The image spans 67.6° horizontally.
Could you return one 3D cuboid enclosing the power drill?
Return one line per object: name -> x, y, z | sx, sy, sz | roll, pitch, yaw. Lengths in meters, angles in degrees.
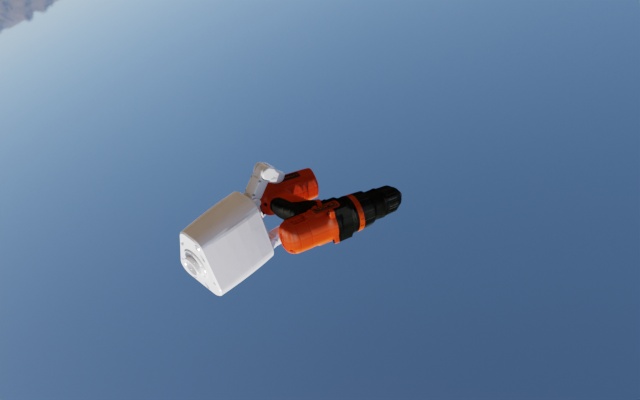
power drill -> 0.000, 0.002, 0.701 | 0.184, 0.057, 0.187 | -19, 22, -22
